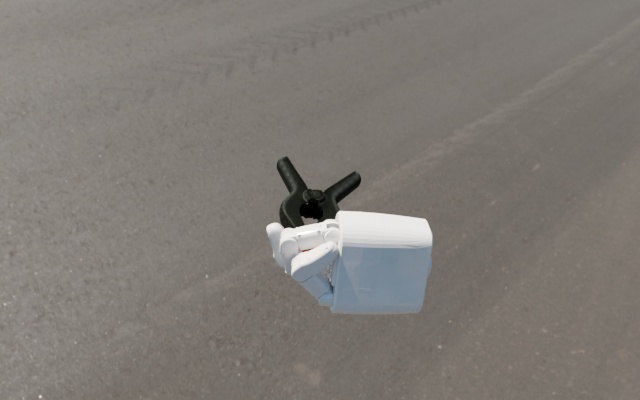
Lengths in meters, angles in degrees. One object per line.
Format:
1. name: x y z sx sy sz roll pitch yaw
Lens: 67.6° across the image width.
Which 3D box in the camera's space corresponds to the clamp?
1. clamp: 0.000 0.002 0.626 0.120 0.039 0.171 2 42 -4
